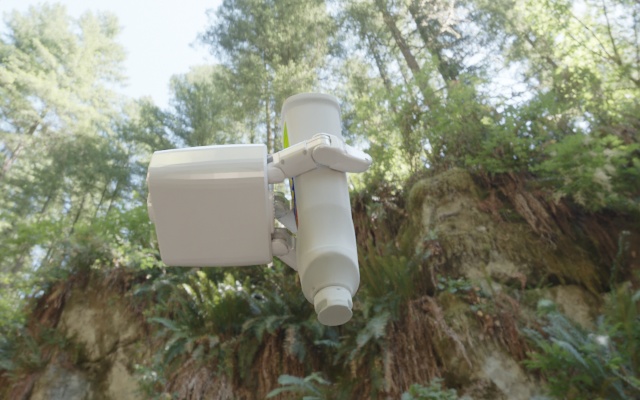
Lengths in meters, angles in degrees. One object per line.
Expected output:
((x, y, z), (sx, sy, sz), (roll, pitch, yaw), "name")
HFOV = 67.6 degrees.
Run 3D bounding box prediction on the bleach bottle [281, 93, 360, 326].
((0.000, 0.002, 0.467), (0.068, 0.103, 0.250), (-3, 43, -4), "bleach bottle")
